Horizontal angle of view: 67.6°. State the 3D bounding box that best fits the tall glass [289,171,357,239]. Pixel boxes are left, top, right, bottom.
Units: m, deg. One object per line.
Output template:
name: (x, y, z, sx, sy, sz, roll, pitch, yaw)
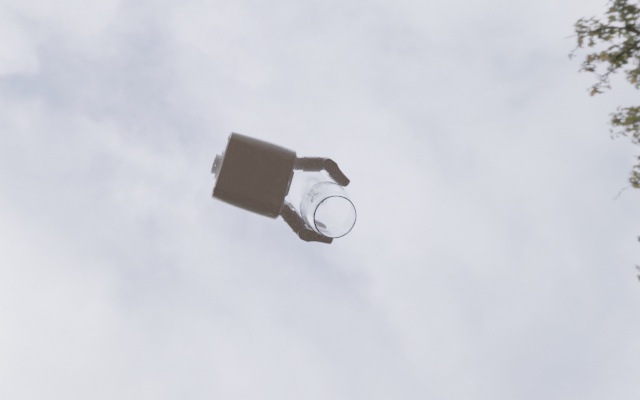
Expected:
tall glass: (0.000, 0.002, 0.752, 0.079, 0.079, 0.201, 0, 12, -12)
